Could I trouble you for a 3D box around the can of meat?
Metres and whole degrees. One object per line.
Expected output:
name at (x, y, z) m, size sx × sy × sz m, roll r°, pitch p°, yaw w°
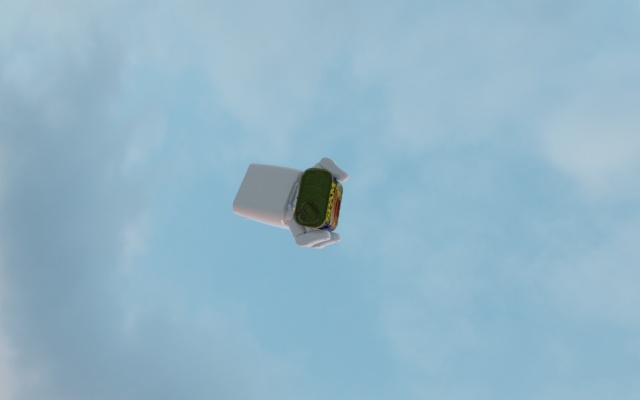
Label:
can of meat at (0.000, 0.003, 0.837) m, size 0.057 × 0.102 × 0.084 m, roll 7°, pitch -8°, yaw 19°
